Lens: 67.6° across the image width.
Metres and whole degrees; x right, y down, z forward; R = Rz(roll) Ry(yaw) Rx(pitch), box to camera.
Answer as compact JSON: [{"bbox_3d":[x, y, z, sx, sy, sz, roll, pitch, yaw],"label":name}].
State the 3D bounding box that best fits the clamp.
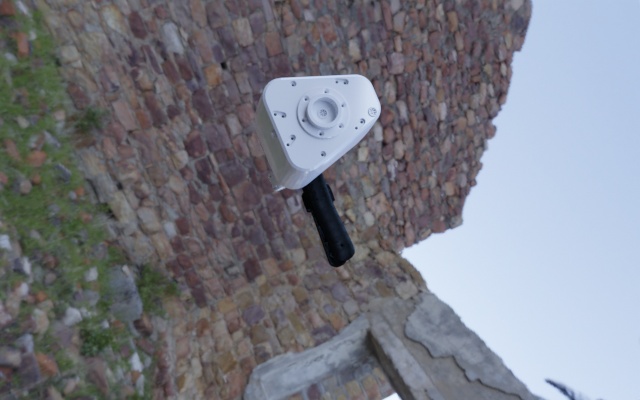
[{"bbox_3d":[0.001,0.001,0.567,0.039,0.171,0.120,-22,-1,-12],"label":"clamp"}]
